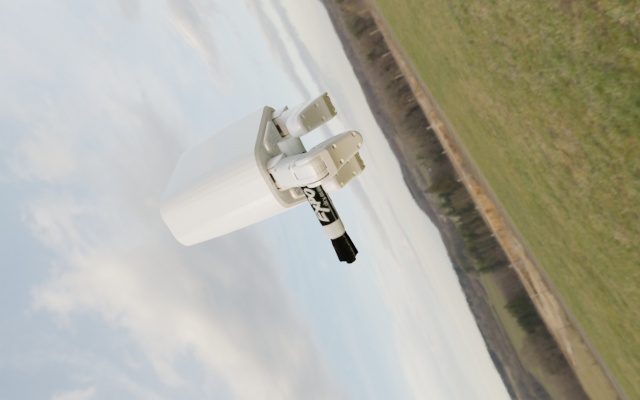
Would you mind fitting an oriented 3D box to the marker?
[{"bbox_3d":[0.000,0.001,0.401,0.020,0.121,0.020,-26,15,7],"label":"marker"}]
